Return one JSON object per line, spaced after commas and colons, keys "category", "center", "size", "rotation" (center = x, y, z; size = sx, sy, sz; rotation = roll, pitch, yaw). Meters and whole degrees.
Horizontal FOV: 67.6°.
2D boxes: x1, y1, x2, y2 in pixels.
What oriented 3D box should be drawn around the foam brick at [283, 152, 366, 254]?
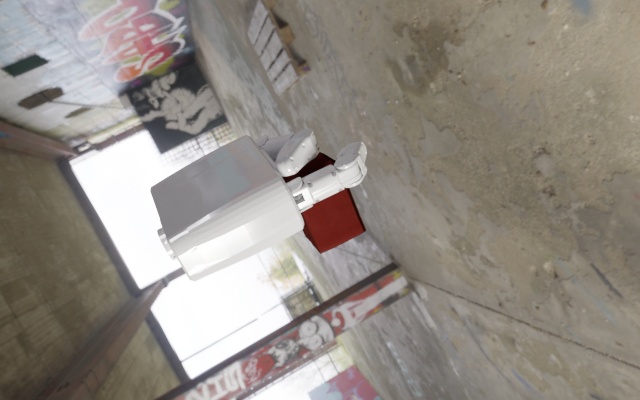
{"category": "foam brick", "center": [0.000, 0.002, 0.461], "size": [0.051, 0.078, 0.053], "rotation": [-29, 25, -11]}
